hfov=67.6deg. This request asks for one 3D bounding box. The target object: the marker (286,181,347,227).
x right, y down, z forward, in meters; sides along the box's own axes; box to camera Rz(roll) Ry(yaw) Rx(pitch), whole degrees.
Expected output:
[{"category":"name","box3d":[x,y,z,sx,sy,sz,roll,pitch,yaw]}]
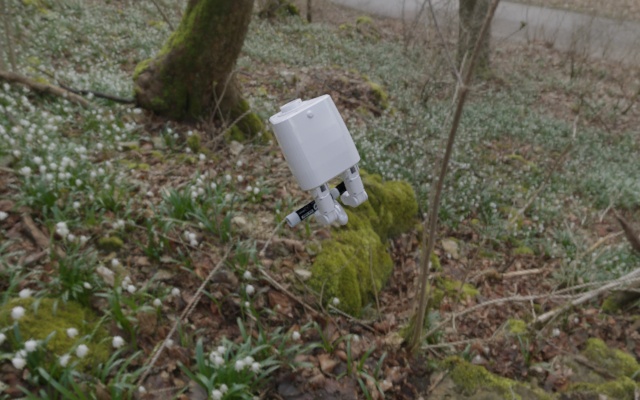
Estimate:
[{"category":"marker","box3d":[0.000,0.002,0.738,0.121,0.020,0.020,-33,12,-20]}]
